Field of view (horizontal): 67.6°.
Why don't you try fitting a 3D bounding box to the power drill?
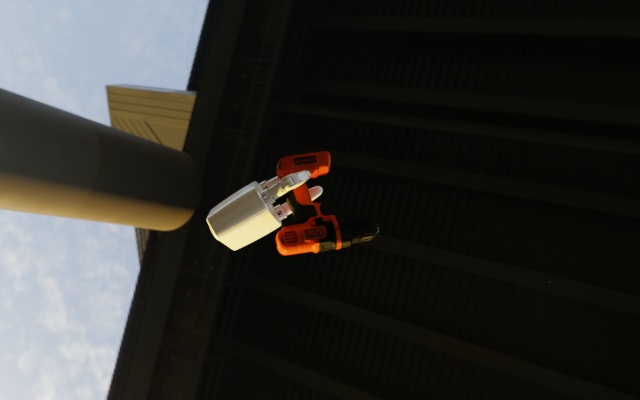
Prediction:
[{"bbox_3d":[0.000,0.003,0.878,0.184,0.187,0.057,-8,-27,-11],"label":"power drill"}]
